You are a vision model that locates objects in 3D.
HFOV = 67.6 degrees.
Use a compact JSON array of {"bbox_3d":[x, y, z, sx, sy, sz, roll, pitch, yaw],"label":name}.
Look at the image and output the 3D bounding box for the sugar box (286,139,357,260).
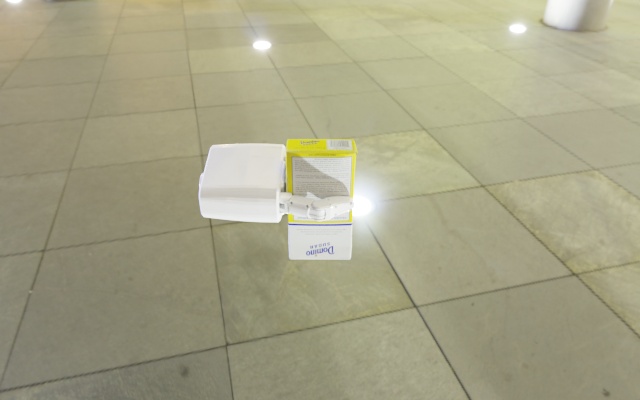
[{"bbox_3d":[0.000,0.002,0.670,0.093,0.176,0.048,1,34,-1],"label":"sugar box"}]
